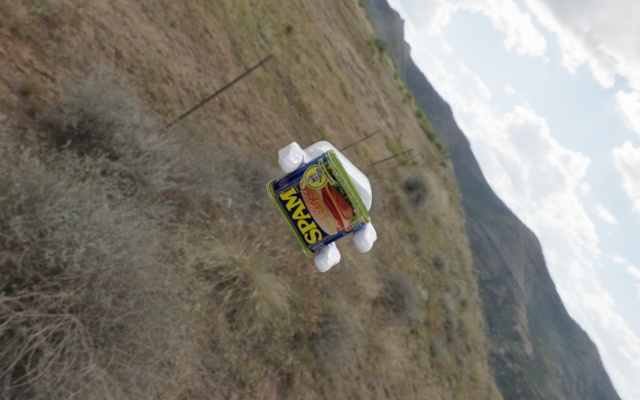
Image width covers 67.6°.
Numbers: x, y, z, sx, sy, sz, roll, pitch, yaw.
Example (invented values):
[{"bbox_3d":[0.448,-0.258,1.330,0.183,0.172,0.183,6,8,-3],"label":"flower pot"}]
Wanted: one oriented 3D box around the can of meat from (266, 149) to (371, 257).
[{"bbox_3d":[0.000,0.002,0.561,0.084,0.102,0.057,-29,7,13],"label":"can of meat"}]
